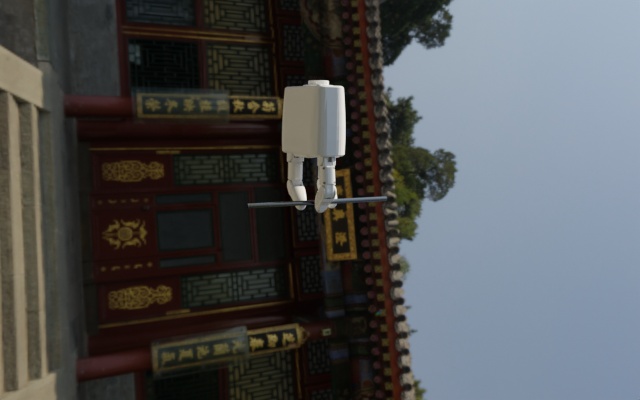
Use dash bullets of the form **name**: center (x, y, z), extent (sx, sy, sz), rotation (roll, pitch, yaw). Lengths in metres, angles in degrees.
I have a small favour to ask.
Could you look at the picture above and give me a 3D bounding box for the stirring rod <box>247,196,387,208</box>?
- **stirring rod**: center (0.000, 0.003, 0.776), extent (0.239, 0.011, 0.011), rotation (-3, 1, -21)
